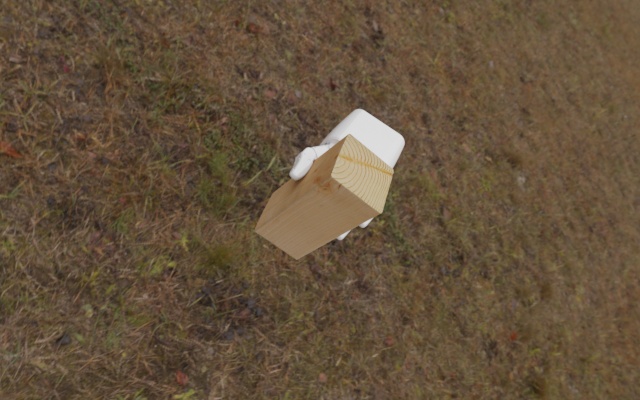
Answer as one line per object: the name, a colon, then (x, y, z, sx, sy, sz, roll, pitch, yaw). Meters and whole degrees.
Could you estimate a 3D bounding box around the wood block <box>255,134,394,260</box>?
wood block: (0.000, 0.002, 0.718, 0.091, 0.090, 0.206, 37, -41, -17)
